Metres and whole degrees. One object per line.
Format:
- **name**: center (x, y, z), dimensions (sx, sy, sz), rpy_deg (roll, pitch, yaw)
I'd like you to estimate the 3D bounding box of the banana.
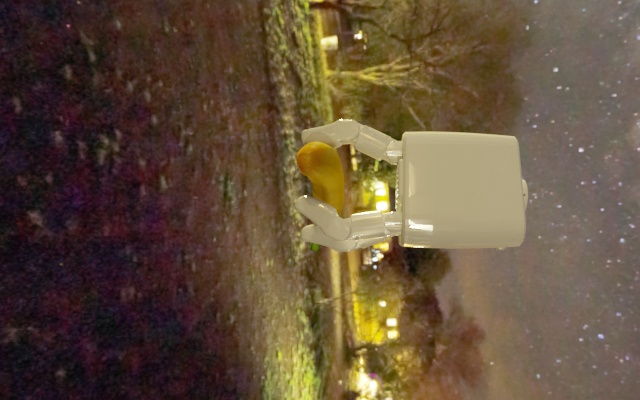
- **banana**: center (0.004, -0.013, 0.500), dimensions (0.037, 0.069, 0.198), rpy_deg (7, -29, 9)
